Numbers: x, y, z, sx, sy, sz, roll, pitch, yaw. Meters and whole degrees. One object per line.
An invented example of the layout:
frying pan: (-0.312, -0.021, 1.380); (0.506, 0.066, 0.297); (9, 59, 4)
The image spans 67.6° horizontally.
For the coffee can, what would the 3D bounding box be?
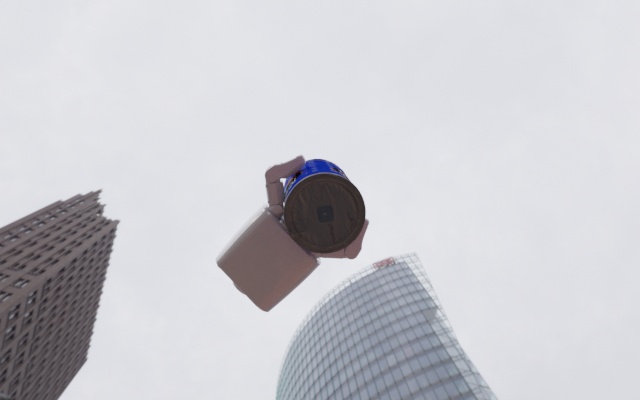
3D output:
coffee can: (0.000, 0.002, 0.656); (0.103, 0.103, 0.140); (0, 13, -5)
